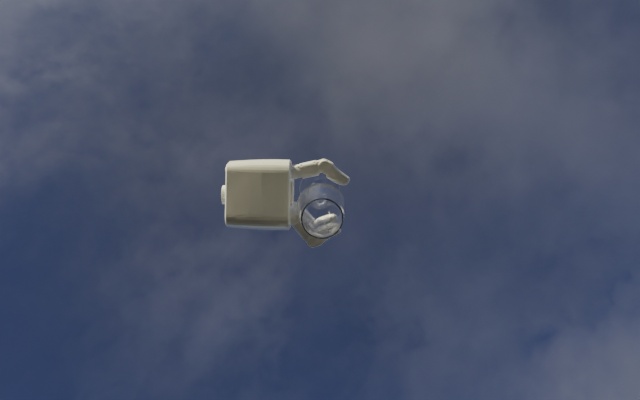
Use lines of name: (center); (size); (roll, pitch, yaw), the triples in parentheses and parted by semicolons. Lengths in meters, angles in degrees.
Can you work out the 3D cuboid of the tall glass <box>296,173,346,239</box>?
tall glass: (0.000, 0.002, 0.788); (0.079, 0.079, 0.201); (0, 14, -2)
